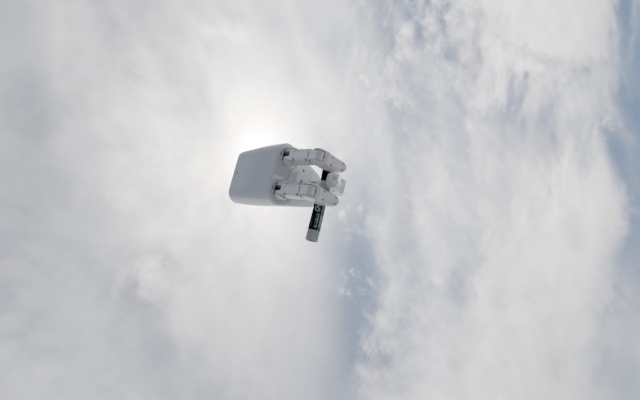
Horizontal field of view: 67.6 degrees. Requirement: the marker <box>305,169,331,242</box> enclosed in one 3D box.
[{"bbox_3d":[0.000,0.002,0.714,0.020,0.121,0.020,13,-15,3],"label":"marker"}]
